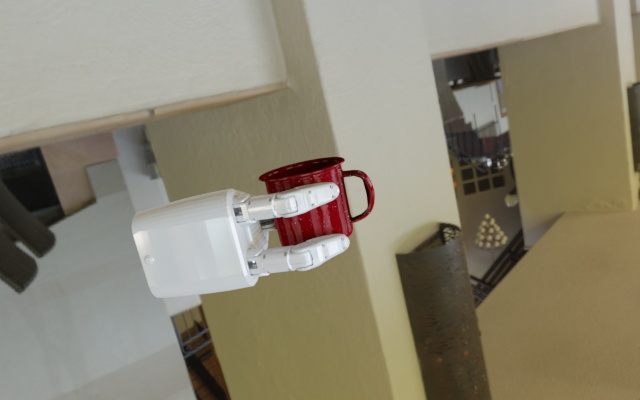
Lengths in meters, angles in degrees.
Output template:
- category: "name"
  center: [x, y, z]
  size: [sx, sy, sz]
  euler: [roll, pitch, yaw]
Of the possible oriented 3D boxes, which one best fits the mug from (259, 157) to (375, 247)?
- category: "mug"
  center: [0.002, 0.002, 0.509]
  size: [0.117, 0.081, 0.093]
  euler: [-10, 13, 11]
